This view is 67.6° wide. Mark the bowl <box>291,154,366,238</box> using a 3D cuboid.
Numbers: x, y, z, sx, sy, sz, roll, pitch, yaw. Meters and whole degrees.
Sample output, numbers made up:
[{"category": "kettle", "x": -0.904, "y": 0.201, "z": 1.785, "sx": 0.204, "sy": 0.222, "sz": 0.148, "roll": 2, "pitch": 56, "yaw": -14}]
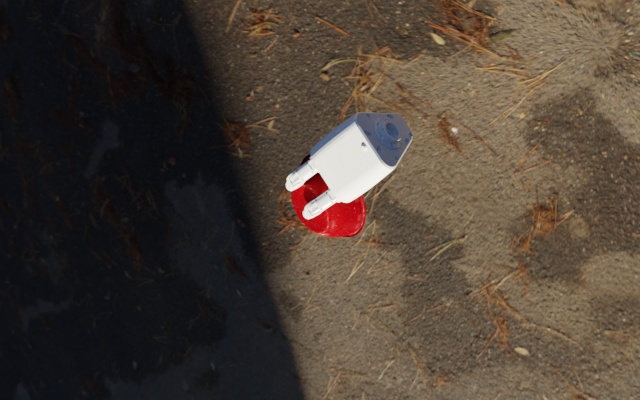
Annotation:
[{"category": "bowl", "x": -0.001, "y": 0.004, "z": 0.808, "sx": 0.055, "sy": 0.162, "sz": 0.162, "roll": -31, "pitch": 18, "yaw": -33}]
